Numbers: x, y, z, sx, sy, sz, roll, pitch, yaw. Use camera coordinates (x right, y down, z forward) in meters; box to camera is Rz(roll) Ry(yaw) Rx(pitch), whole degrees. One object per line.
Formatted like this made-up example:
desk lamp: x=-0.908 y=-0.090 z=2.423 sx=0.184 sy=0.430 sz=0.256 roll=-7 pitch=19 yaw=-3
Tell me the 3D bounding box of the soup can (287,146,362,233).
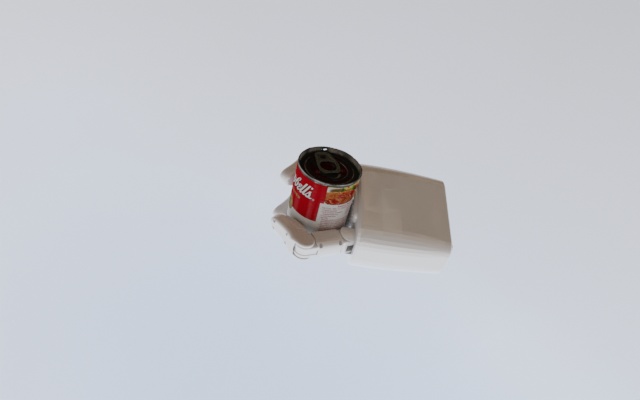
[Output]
soup can: x=0.000 y=0.002 z=0.520 sx=0.068 sy=0.102 sz=0.068 roll=9 pitch=39 yaw=-7
